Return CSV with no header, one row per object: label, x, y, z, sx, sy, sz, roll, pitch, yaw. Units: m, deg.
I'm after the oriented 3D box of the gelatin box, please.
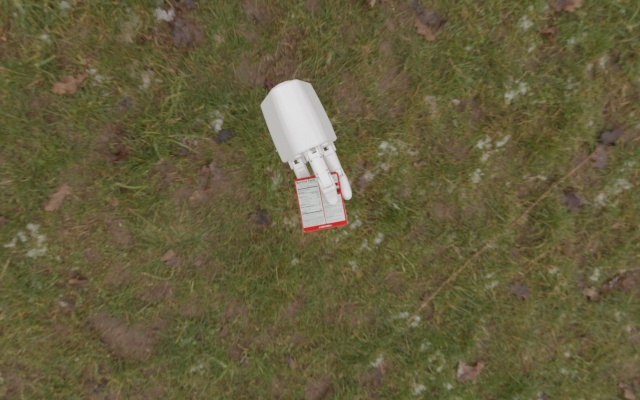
gelatin box,0.000,0.003,0.778,0.073,0.089,0.030,-11,-1,-2
